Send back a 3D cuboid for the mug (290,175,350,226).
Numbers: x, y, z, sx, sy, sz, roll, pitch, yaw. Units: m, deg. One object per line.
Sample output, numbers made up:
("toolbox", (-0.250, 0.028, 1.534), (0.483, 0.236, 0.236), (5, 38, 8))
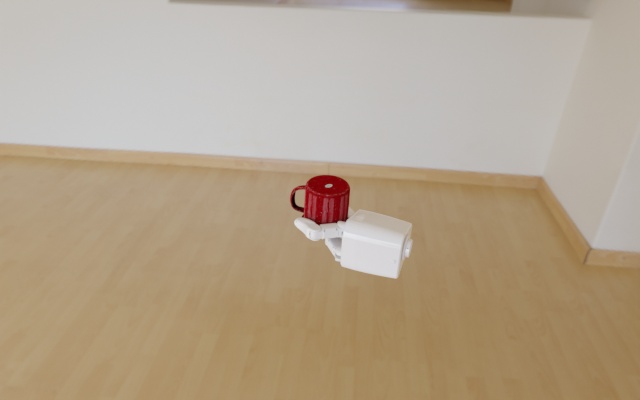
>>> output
("mug", (-0.001, 0.002, 0.881), (0.117, 0.081, 0.093), (13, 32, 15))
